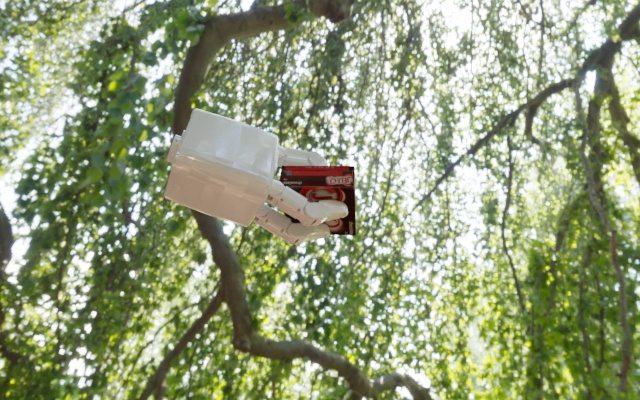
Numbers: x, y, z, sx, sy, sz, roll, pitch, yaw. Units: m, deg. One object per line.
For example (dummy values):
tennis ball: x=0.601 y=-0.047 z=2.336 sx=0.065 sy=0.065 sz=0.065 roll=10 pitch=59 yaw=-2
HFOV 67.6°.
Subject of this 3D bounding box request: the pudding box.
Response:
pudding box: x=0.000 y=0.002 z=0.600 sx=0.090 sy=0.039 sz=0.114 roll=1 pitch=-32 yaw=6
